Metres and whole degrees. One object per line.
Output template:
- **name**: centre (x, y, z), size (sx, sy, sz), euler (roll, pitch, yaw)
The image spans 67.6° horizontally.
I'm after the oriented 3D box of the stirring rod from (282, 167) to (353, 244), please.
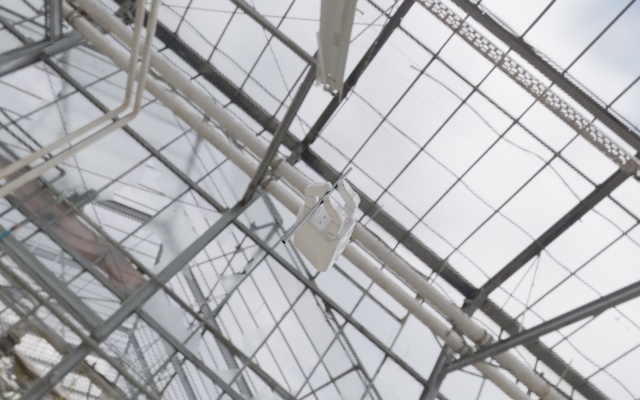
- **stirring rod**: centre (0.000, 0.003, 0.882), size (0.011, 0.011, 0.239), euler (0, 34, 39)
